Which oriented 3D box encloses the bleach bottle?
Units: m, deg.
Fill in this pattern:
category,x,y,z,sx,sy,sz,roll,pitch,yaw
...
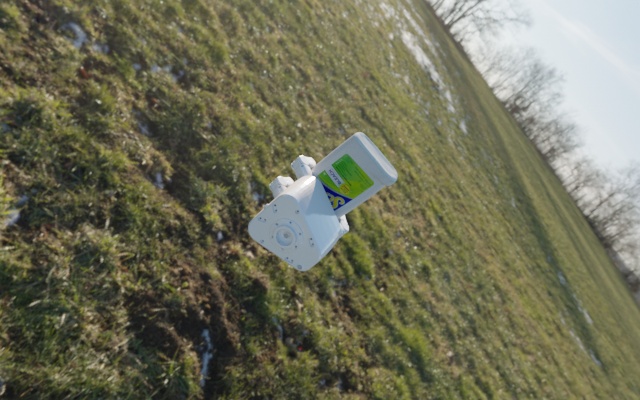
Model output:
category,x,y,z,sx,sy,sz,roll,pitch,yaw
bleach bottle,0.000,0.002,0.793,0.251,0.102,0.068,-40,1,22
